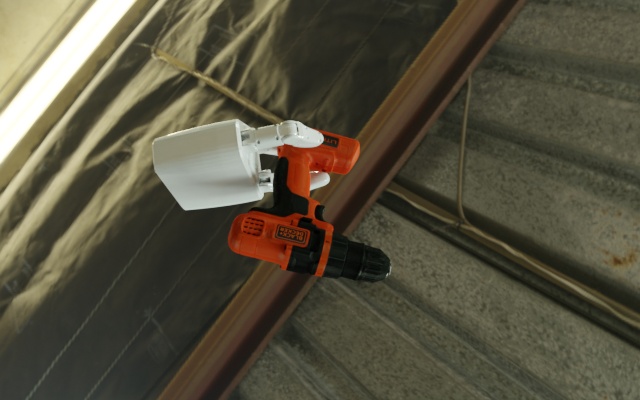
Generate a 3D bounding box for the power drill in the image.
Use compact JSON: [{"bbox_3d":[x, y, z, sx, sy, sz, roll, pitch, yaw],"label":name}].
[{"bbox_3d":[0.000,0.001,0.573,0.184,0.187,0.057,15,-38,-5],"label":"power drill"}]
